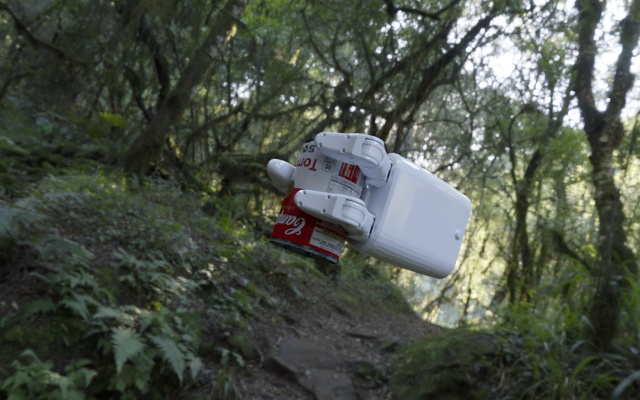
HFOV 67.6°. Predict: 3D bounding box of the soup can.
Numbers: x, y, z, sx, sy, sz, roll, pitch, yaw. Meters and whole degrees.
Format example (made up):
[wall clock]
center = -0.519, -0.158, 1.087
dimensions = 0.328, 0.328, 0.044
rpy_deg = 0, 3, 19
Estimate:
[soup can]
center = 0.000, 0.001, 0.450
dimensions = 0.068, 0.102, 0.068
rpy_deg = 18, -10, 3
